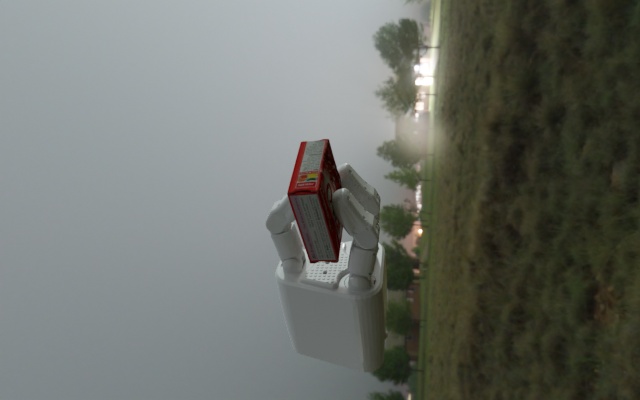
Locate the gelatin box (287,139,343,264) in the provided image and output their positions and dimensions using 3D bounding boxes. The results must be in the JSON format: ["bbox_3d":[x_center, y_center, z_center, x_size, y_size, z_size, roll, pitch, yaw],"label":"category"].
[{"bbox_3d":[0.000,0.001,0.431,0.030,0.089,0.073,-4,41,14],"label":"gelatin box"}]
